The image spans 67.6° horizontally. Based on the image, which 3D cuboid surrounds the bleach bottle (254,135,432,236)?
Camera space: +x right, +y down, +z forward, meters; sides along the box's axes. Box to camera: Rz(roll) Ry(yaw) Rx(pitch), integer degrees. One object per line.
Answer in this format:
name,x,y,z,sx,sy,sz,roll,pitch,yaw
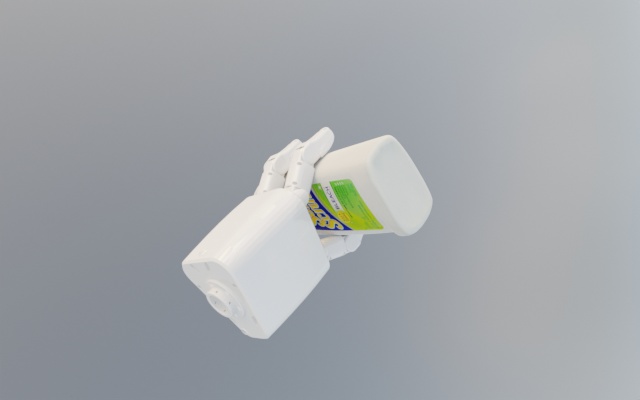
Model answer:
bleach bottle,0.000,0.002,0.560,0.251,0.102,0.068,-14,26,49
